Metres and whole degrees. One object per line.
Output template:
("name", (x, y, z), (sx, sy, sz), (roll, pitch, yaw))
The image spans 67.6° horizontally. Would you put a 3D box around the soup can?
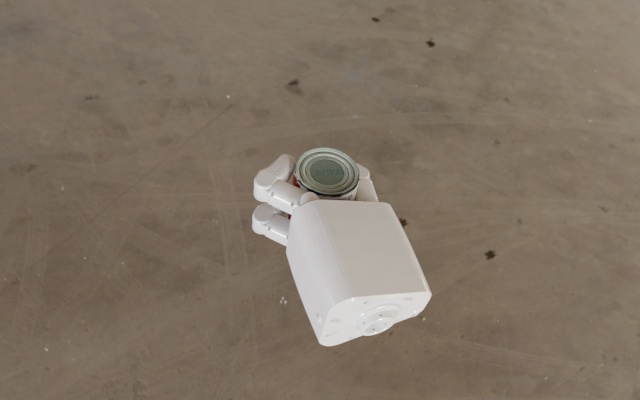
("soup can", (0.000, 0.001, 0.513), (0.068, 0.068, 0.102), (0, -39, -10))
